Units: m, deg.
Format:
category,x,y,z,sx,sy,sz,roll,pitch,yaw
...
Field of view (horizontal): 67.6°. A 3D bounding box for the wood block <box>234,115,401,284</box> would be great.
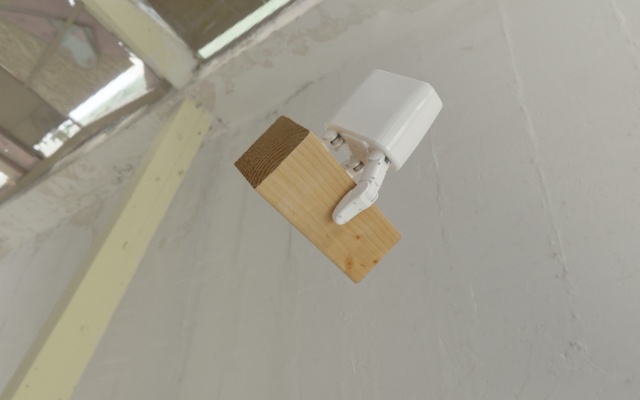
category,x,y,z,sx,sy,sz,roll,pitch,yaw
wood block,0.001,0.002,0.607,0.206,0.090,0.090,46,-3,-33
